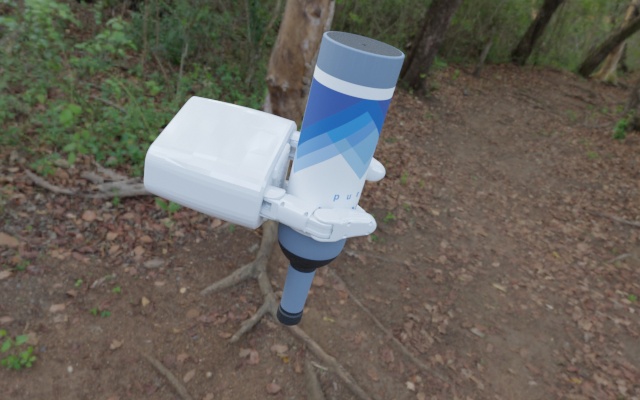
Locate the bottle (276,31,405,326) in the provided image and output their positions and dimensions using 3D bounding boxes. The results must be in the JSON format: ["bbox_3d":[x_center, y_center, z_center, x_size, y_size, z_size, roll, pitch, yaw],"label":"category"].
[{"bbox_3d":[0.000,0.001,0.446,0.069,0.296,0.069,12,29,-7],"label":"bottle"}]
